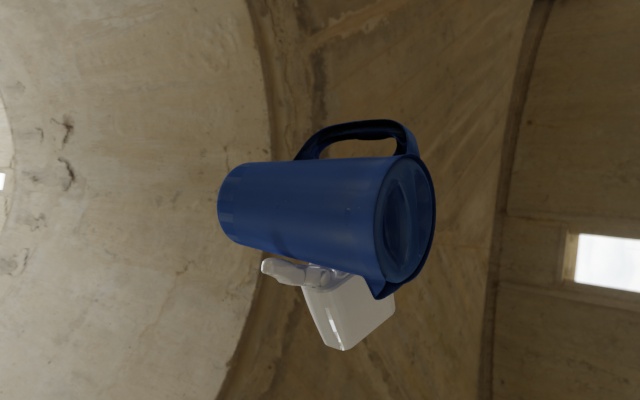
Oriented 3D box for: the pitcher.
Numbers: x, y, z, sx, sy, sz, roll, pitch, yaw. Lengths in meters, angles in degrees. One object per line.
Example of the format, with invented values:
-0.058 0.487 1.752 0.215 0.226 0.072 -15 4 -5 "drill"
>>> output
0.000 0.002 0.548 0.243 0.145 0.149 5 37 37 "pitcher"
